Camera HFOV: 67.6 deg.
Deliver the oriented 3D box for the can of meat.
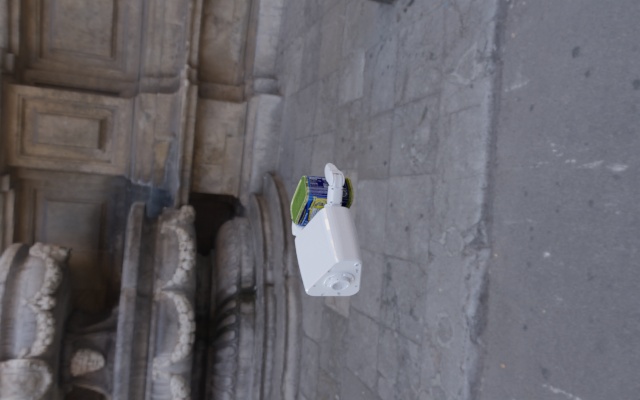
[{"bbox_3d":[0.000,0.003,0.837,0.084,0.057,0.102,4,-40,-19],"label":"can of meat"}]
